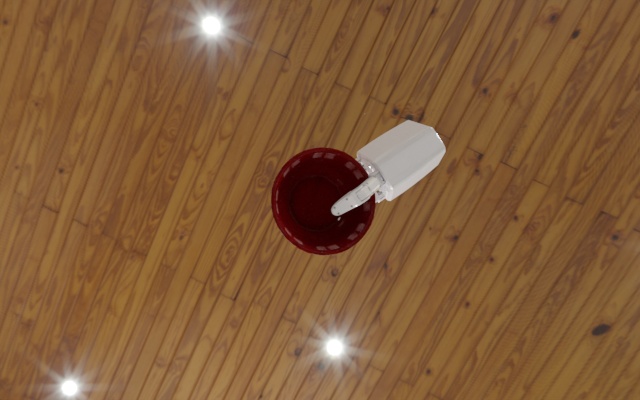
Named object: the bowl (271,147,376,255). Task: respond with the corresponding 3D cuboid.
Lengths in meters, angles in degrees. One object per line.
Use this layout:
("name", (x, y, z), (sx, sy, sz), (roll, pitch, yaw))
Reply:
("bowl", (-0.001, 0.003, 0.734), (0.162, 0.162, 0.055), (0, -4, -15))
